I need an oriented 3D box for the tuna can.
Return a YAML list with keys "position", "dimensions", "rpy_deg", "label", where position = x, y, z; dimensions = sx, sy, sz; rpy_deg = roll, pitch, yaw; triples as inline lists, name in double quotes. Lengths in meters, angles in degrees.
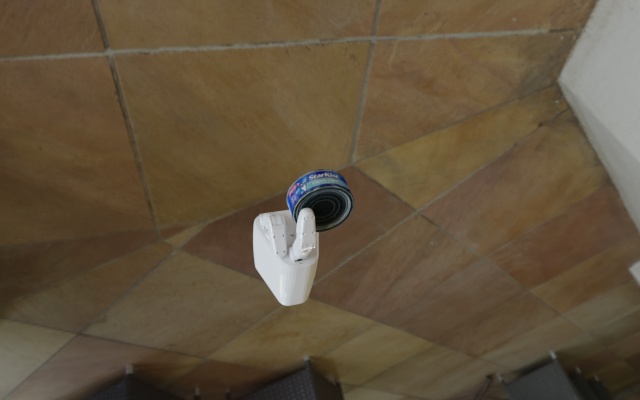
- position: [0.000, 0.002, 0.632]
  dimensions: [0.086, 0.086, 0.033]
  rpy_deg: [0, 42, -20]
  label: "tuna can"
